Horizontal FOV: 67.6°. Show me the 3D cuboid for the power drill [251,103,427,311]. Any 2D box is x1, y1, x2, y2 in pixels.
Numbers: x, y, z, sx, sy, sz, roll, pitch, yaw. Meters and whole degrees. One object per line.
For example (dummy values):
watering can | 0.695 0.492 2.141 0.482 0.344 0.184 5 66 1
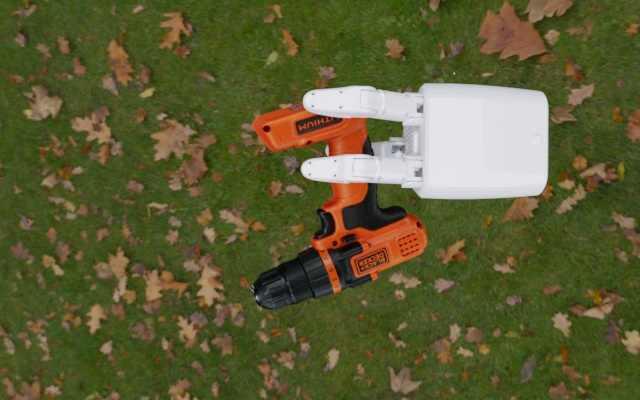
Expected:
power drill | 0.000 0.001 0.458 0.184 0.188 0.057 -21 20 -10
